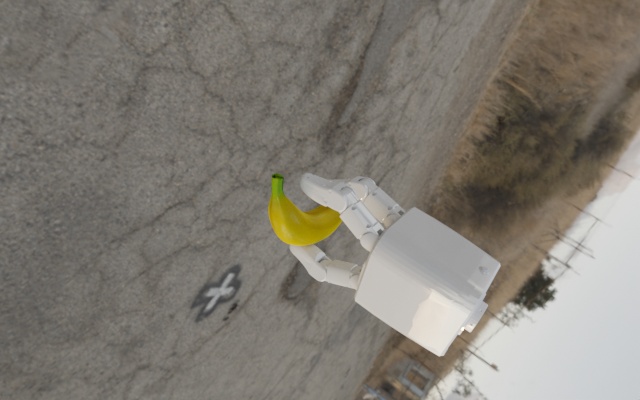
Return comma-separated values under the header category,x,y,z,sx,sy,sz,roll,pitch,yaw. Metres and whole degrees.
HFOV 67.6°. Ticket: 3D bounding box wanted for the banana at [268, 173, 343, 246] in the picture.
category,x,y,z,sx,sy,sz,roll,pitch,yaw
banana,-0.009,0.018,0.540,0.037,0.069,0.198,28,6,22
